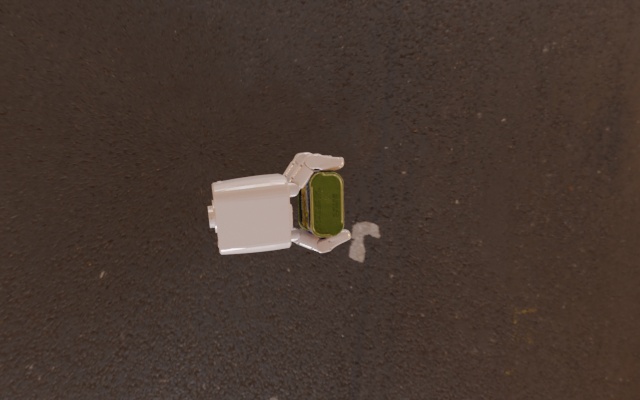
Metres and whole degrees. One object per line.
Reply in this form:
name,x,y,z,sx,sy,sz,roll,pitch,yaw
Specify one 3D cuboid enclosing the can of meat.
can of meat,0.000,0.003,0.734,0.057,0.102,0.084,-3,7,-13
